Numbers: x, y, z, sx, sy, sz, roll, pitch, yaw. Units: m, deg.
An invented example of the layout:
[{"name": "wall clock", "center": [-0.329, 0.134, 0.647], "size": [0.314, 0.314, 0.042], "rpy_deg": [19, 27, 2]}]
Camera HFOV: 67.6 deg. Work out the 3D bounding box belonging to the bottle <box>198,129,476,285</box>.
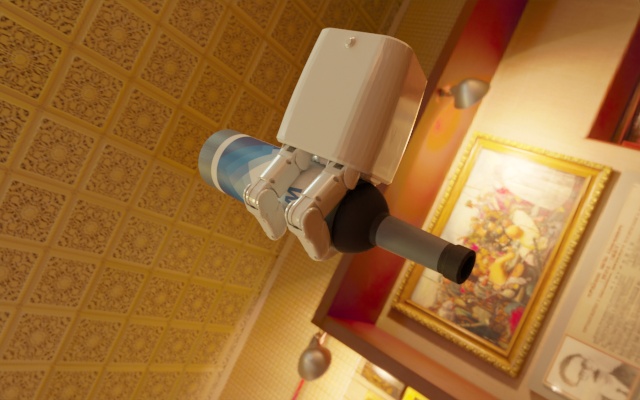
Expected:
[{"name": "bottle", "center": [0.000, 0.001, 0.436], "size": [0.295, 0.069, 0.069], "rpy_deg": [24, 15, 38]}]
